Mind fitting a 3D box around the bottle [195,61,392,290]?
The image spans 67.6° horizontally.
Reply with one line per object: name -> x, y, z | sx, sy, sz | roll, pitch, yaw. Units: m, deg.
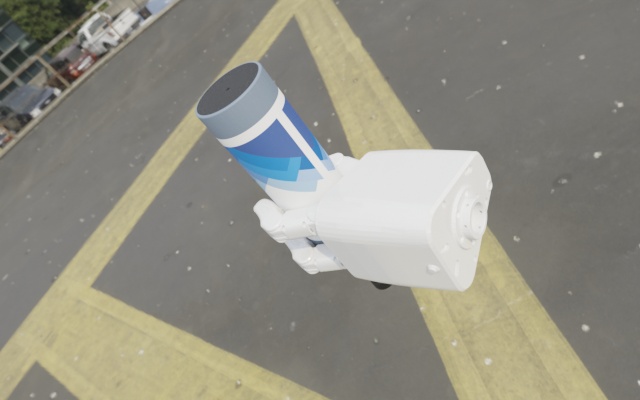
bottle -> 0.000, 0.001, 0.471 | 0.069, 0.069, 0.296 | 0, -38, 40
